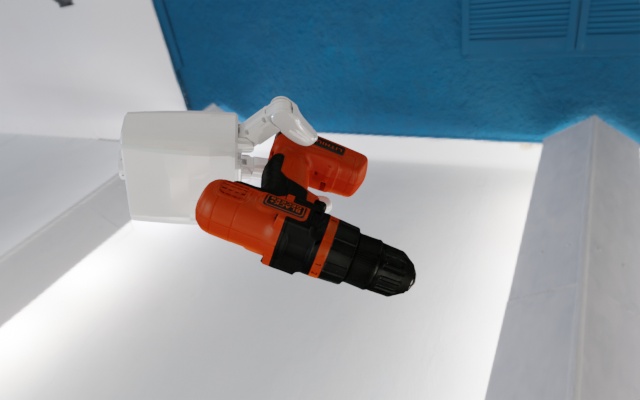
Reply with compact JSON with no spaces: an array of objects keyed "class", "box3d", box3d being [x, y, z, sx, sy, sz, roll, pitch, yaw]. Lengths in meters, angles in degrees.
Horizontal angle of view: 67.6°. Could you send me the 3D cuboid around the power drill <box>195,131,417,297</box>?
[{"class":"power drill","box3d":[0.000,0.001,0.444,0.184,0.057,0.187,22,27,-2]}]
